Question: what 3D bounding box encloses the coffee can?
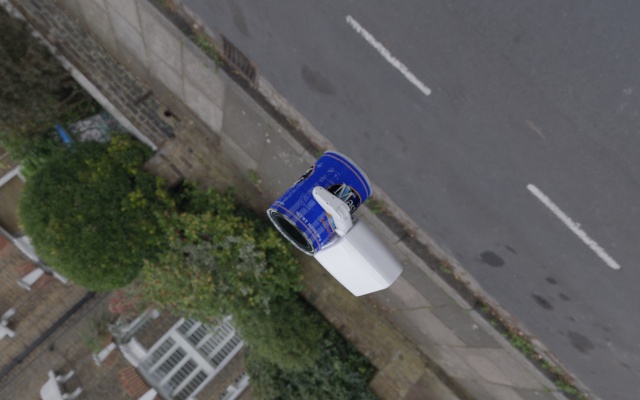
[{"bbox_3d":[0.000,0.002,0.759,0.140,0.103,0.103,-46,17,-18],"label":"coffee can"}]
